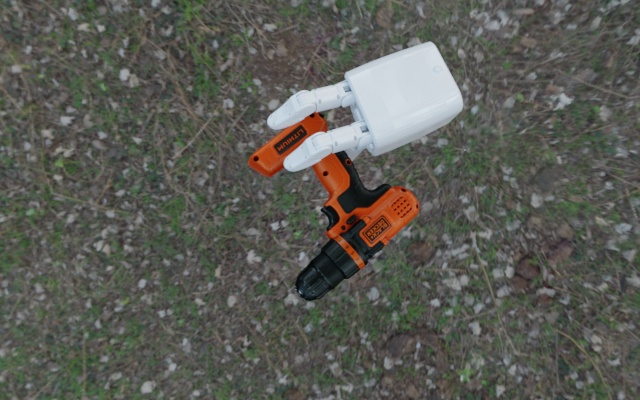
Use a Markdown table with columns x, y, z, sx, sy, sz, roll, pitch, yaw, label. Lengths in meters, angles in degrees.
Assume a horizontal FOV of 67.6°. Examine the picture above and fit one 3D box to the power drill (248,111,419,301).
| x | y | z | sx | sy | sz | roll | pitch | yaw | label |
| --- | --- | --- | --- | --- | --- | --- | --- | --- | --- |
| 0.000 | 0.001 | 0.577 | 0.184 | 0.187 | 0.057 | -40 | 3 | -11 | power drill |
